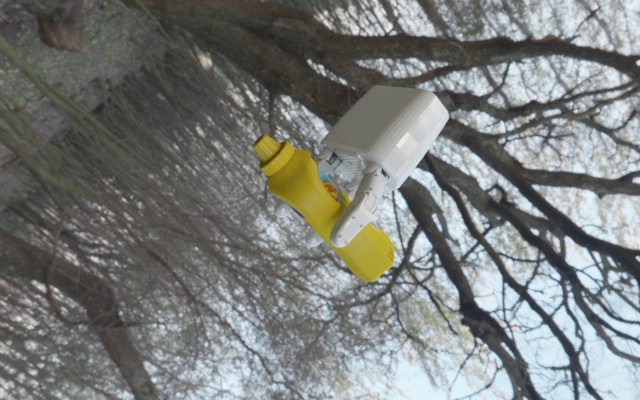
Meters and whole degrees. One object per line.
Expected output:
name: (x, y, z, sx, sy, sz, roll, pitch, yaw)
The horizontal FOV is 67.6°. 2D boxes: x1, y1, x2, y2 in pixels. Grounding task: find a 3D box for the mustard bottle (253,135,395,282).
mustard bottle: (0.000, 0.002, 0.521, 0.058, 0.192, 0.096, -41, 21, 8)
